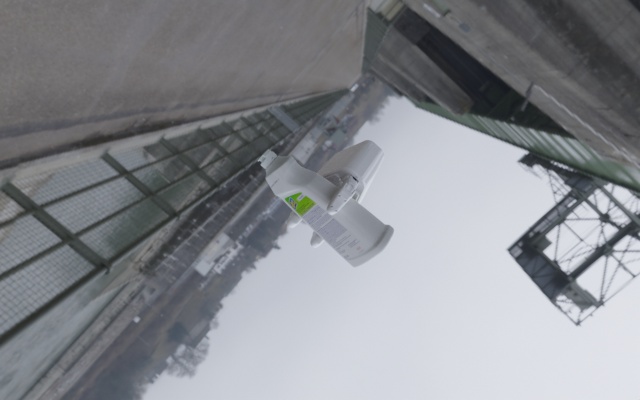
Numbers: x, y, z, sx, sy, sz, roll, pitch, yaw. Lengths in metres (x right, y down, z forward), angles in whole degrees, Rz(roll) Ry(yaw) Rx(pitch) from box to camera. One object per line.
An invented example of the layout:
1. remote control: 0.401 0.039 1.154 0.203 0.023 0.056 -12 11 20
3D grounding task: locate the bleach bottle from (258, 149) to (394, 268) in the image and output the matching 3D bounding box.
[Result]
1. bleach bottle: 0.000 0.003 0.811 0.103 0.251 0.068 -42 8 47
